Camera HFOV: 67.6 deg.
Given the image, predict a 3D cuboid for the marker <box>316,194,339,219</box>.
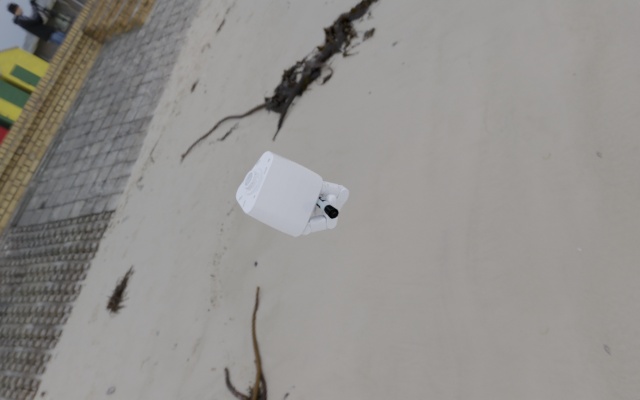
[{"bbox_3d":[0.000,0.003,0.819,0.020,0.020,0.121,0,20,-24],"label":"marker"}]
